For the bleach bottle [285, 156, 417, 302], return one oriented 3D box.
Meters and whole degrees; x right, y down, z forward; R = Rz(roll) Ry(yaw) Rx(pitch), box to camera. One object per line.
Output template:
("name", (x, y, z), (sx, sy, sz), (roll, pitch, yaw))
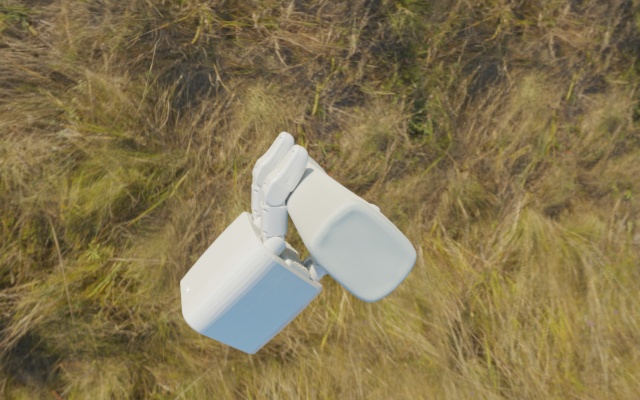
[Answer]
("bleach bottle", (0.000, 0.002, 0.503), (0.103, 0.068, 0.250), (43, 3, -26))
